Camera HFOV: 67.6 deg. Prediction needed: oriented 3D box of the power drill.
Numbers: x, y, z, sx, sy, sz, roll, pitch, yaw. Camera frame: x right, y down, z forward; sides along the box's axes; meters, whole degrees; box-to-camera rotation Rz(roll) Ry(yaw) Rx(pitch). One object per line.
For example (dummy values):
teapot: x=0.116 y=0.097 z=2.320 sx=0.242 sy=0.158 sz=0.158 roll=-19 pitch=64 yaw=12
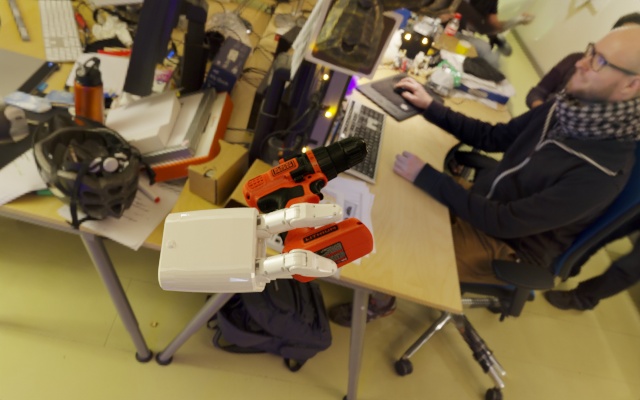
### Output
power drill: x=0.000 y=0.002 z=0.612 sx=0.184 sy=0.057 sz=0.187 roll=-26 pitch=41 yaw=0
